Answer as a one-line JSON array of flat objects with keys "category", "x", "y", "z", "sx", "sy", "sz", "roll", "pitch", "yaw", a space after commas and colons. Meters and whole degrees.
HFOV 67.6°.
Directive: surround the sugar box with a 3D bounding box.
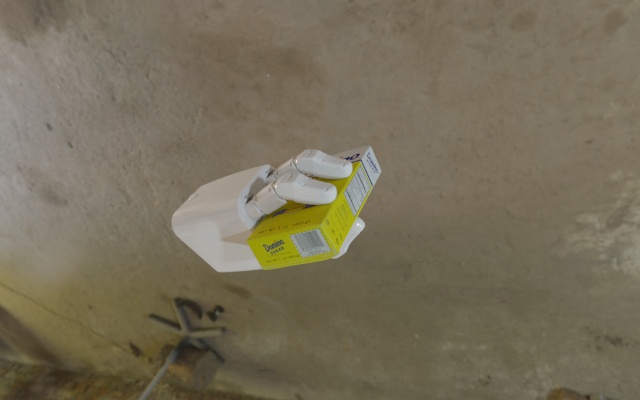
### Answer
[{"category": "sugar box", "x": 0.000, "y": 0.001, "z": 0.531, "sx": 0.093, "sy": 0.048, "sz": 0.176, "roll": -14, "pitch": 27, "yaw": 29}]
